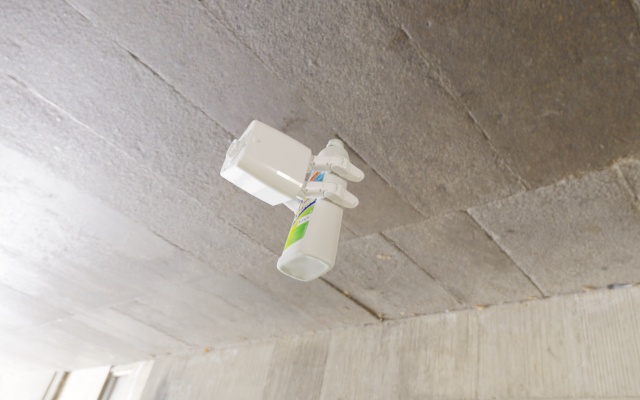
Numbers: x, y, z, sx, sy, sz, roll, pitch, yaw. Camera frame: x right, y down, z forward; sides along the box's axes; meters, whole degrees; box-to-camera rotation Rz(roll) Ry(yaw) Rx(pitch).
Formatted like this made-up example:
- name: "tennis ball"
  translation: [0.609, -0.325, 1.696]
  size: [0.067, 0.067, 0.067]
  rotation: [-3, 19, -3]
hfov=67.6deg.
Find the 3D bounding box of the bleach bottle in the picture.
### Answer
- name: "bleach bottle"
  translation: [0.000, 0.003, 0.802]
  size: [0.068, 0.250, 0.102]
  rotation: [28, -37, -21]
